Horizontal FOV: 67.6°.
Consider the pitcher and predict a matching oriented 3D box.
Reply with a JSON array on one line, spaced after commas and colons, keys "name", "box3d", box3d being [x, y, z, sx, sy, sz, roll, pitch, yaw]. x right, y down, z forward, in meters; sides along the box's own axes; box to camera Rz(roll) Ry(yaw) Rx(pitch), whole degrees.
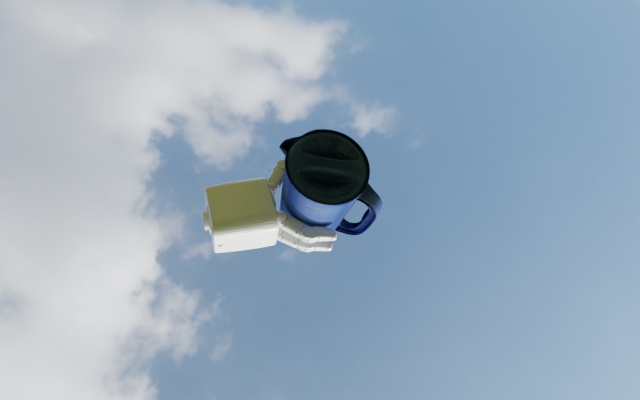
[{"name": "pitcher", "box3d": [0.000, 0.003, 0.824, 0.145, 0.149, 0.243, -9, -24, -15]}]
